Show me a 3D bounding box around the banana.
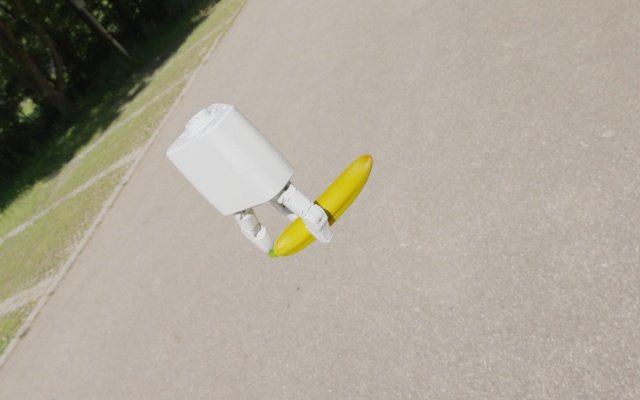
[{"bbox_3d":[0.003,0.009,0.632,0.037,0.198,0.069,48,-2,-23],"label":"banana"}]
